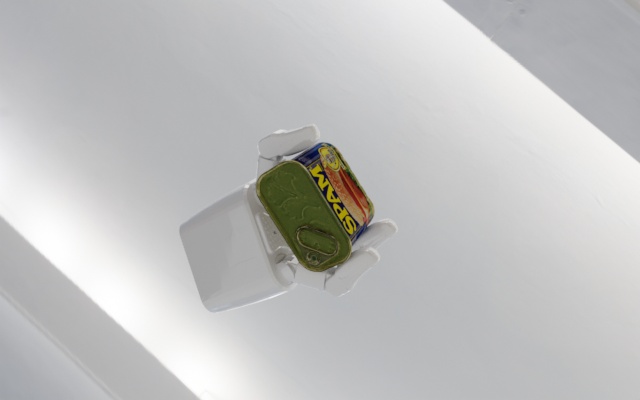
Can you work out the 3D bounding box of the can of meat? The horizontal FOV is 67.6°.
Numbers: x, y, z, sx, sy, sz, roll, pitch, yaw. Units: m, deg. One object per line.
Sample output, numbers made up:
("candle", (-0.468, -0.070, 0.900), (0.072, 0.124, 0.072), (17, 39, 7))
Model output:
("can of meat", (0.000, 0.001, 0.446), (0.057, 0.102, 0.084), (-28, 7, 30))
